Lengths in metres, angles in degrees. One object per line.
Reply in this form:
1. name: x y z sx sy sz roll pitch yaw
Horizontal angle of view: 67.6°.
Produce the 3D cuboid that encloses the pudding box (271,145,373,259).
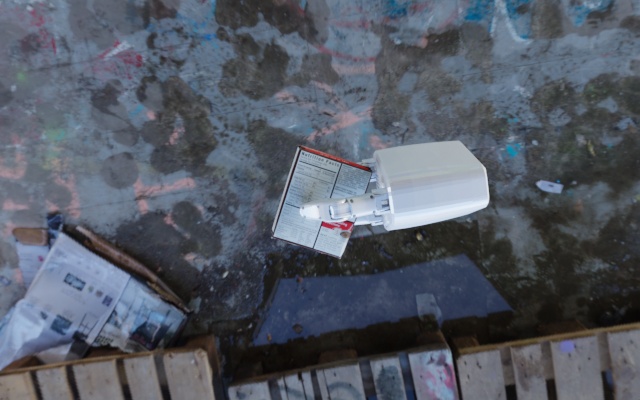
1. pudding box: 0.000 0.002 0.558 0.090 0.113 0.039 18 8 -6
